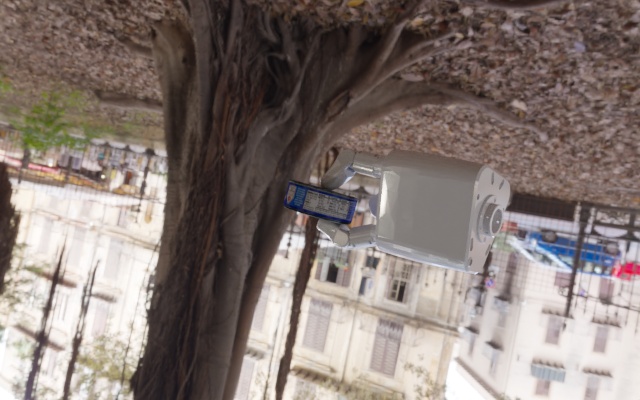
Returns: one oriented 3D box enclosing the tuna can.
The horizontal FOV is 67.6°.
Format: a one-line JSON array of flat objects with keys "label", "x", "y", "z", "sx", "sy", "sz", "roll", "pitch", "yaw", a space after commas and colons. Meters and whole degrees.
[{"label": "tuna can", "x": 0.000, "y": 0.002, "z": 0.568, "sx": 0.086, "sy": 0.034, "sz": 0.086, "roll": 15, "pitch": 2, "yaw": -1}]
